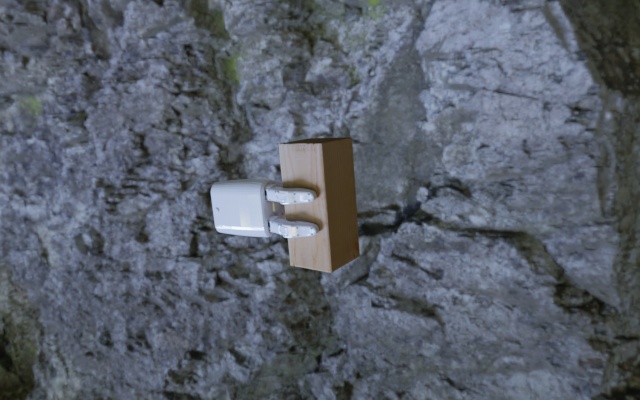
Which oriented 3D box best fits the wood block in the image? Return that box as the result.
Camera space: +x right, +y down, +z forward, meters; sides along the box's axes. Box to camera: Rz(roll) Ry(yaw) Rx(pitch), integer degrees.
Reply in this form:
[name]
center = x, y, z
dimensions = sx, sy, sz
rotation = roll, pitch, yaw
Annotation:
[wood block]
center = 0.000, 0.003, 0.796
dimensions = 0.090, 0.206, 0.091
rotation = 4, 15, 36
